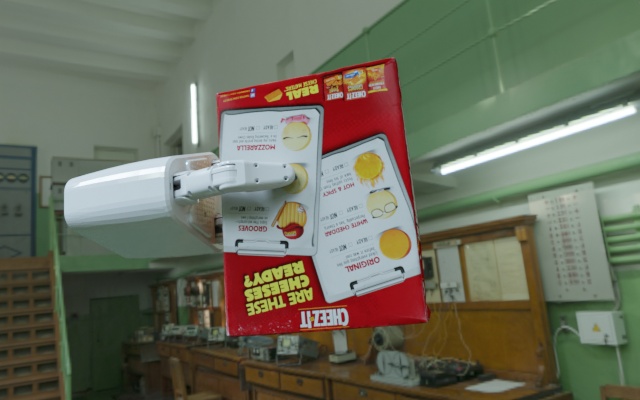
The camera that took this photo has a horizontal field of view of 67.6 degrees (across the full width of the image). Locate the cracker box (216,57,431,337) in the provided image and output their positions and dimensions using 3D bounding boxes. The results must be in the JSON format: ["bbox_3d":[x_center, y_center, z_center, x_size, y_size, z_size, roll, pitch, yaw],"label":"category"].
[{"bbox_3d":[0.000,0.001,0.417,0.164,0.213,0.072,-8,-10,14],"label":"cracker box"}]
